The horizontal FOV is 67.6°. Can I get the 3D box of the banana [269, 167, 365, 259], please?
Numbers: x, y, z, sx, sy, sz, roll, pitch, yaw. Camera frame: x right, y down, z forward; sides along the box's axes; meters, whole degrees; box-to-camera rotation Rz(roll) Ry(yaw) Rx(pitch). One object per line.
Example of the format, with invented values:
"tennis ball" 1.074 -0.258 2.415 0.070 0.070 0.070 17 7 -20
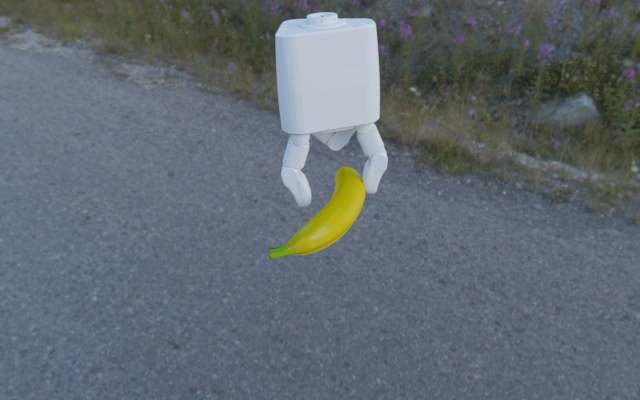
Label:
"banana" 0.015 0.007 0.563 0.069 0.037 0.197 11 34 25
